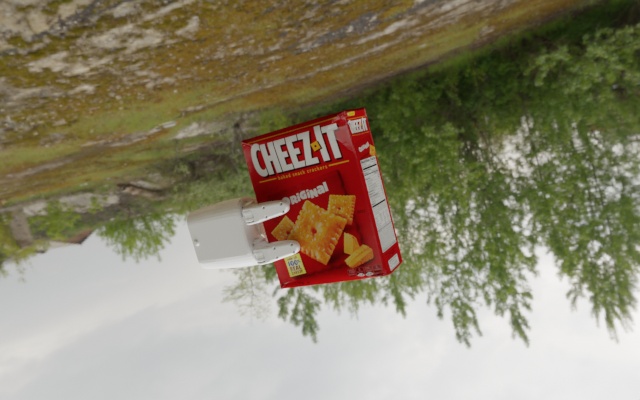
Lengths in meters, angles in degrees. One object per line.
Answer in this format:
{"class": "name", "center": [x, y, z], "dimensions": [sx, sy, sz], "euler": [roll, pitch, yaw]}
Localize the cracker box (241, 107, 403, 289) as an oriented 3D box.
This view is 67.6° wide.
{"class": "cracker box", "center": [0.000, 0.002, 0.637], "dimensions": [0.164, 0.214, 0.072], "euler": [-11, 7, 29]}
